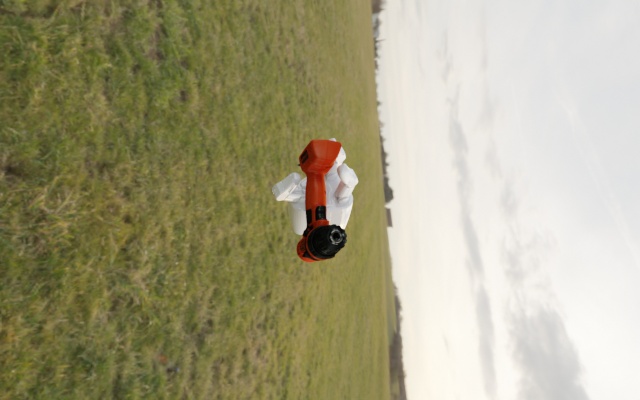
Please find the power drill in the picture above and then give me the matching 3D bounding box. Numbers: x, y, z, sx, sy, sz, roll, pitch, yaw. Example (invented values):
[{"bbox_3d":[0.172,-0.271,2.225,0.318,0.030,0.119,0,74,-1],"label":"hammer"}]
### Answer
[{"bbox_3d":[0.000,0.002,0.761,0.057,0.187,0.184,6,-13,-15],"label":"power drill"}]
